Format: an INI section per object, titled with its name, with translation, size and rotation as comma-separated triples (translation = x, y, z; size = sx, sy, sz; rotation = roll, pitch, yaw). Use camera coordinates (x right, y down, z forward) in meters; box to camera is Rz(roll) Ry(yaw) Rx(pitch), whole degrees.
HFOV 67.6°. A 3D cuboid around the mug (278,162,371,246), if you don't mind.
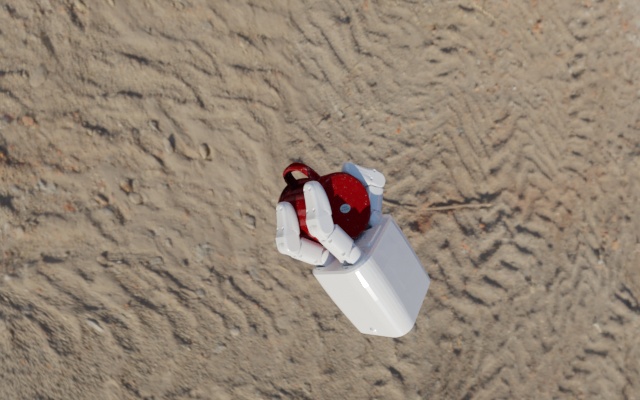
[mug]
translation = -0.001, 0.001, 0.577
size = 0.093, 0.117, 0.081
rotation = -45, 17, -31
